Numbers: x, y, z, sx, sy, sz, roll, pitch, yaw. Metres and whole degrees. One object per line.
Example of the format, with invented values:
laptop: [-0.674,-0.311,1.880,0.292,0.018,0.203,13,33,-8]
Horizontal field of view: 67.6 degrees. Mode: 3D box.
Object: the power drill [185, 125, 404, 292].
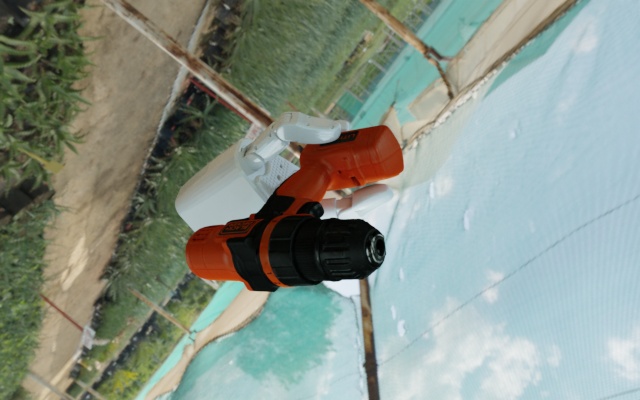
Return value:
power drill: [0.000,0.001,0.401,0.184,0.057,0.187,-5,28,38]
